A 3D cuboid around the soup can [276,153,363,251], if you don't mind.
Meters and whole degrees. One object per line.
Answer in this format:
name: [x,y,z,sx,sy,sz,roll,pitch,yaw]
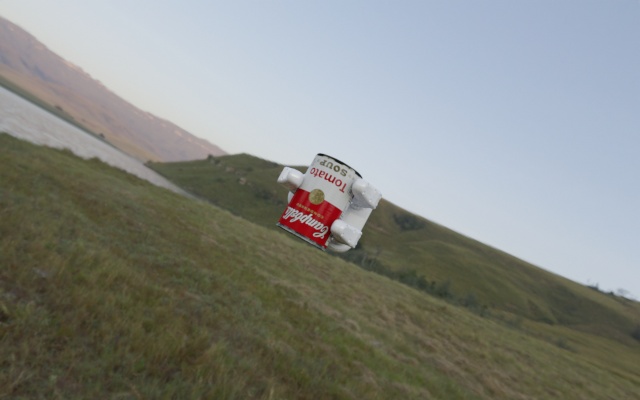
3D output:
soup can: [0.000,0.002,0.585,0.068,0.102,0.068,29,-6,3]
